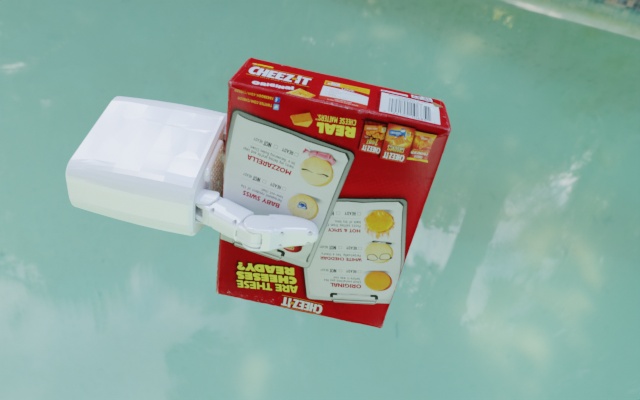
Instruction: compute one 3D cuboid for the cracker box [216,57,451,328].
[{"bbox_3d":[0.000,0.001,0.419,0.164,0.214,0.072,12,35,1],"label":"cracker box"}]
